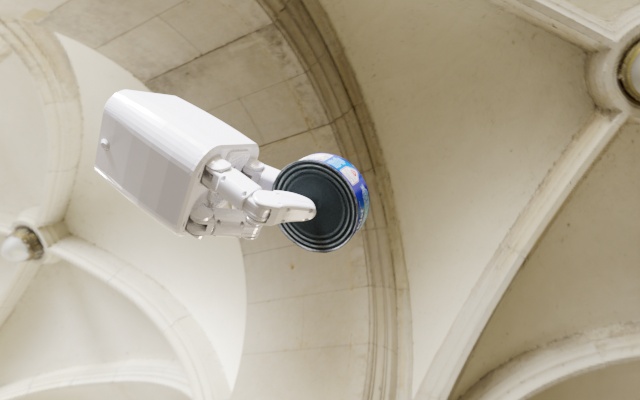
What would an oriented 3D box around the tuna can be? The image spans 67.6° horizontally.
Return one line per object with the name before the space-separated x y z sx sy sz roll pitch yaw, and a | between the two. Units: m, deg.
tuna can | 0.000 0.001 0.430 0.086 0.086 0.033 0 18 27
